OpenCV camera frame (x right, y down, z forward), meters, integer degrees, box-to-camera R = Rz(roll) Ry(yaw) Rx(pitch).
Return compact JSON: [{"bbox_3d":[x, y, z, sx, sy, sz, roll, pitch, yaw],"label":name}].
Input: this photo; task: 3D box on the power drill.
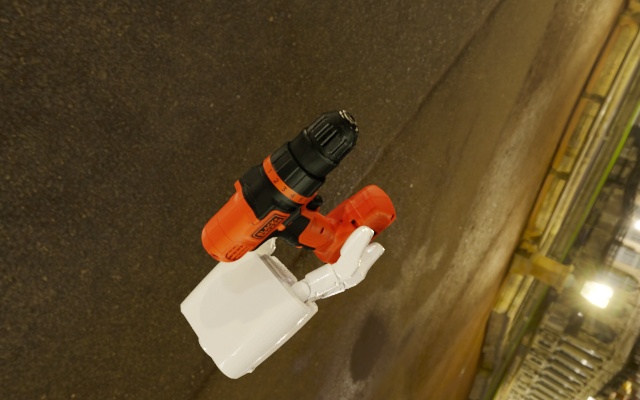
[{"bbox_3d":[0.000,0.002,0.482,0.184,0.057,0.188,-40,-33,21],"label":"power drill"}]
